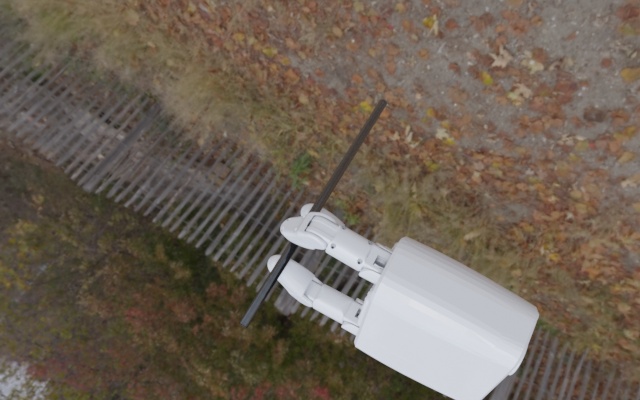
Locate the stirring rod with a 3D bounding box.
[{"bbox_3d":[0.000,0.001,0.411,0.011,0.239,0.011,27,-22,12],"label":"stirring rod"}]
